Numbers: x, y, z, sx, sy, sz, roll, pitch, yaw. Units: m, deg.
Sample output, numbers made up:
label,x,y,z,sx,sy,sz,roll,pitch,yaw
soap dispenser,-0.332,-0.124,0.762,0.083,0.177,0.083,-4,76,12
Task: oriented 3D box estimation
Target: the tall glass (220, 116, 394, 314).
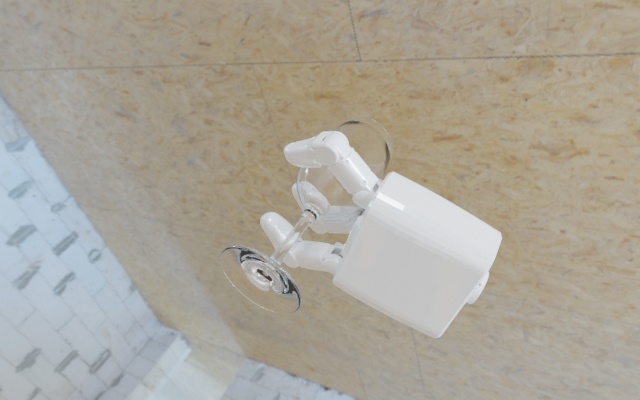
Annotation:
label,x,y,z,sx,sy,sz,roll,pitch,yaw
tall glass,0.000,0.002,0.431,0.079,0.079,0.201,0,39,37
